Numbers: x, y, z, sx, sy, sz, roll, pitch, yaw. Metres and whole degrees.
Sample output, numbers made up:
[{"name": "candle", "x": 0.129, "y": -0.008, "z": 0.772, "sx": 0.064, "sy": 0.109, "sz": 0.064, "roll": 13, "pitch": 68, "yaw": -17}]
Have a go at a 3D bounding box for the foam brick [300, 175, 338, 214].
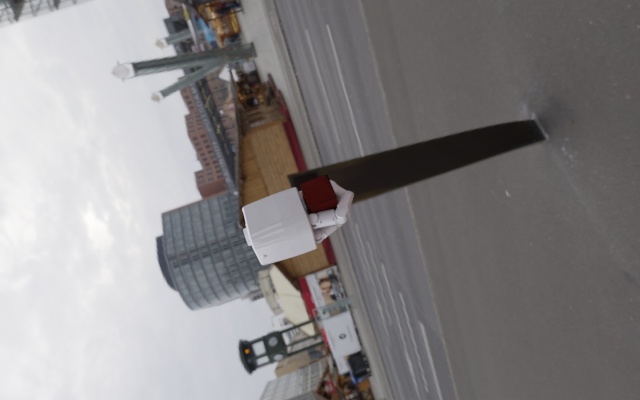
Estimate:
[{"name": "foam brick", "x": 0.000, "y": 0.002, "z": 0.842, "sx": 0.051, "sy": 0.053, "sz": 0.078, "roll": -19, "pitch": -33, "yaw": -4}]
